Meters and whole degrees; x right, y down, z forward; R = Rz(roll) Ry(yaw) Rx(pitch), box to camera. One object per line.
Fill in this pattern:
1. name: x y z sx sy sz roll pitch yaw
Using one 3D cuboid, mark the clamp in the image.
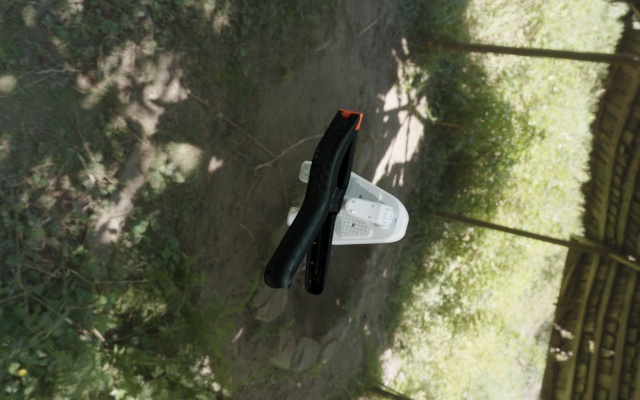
1. clamp: 0.001 0.001 0.496 0.036 0.210 0.164 15 -2 15
